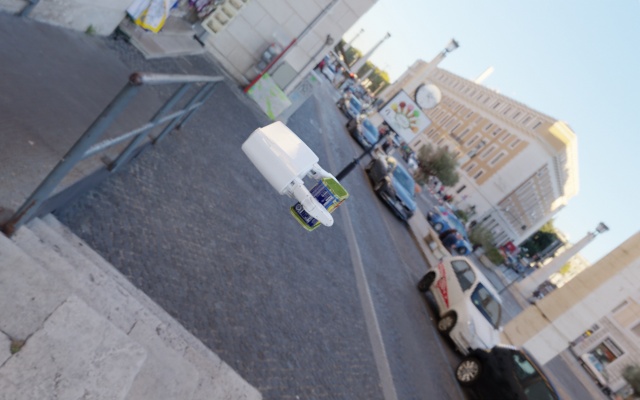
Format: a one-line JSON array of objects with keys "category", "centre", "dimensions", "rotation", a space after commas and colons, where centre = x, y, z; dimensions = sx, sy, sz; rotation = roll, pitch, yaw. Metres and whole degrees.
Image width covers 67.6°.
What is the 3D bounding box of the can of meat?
[{"category": "can of meat", "centre": [0.000, 0.003, 0.875], "dimensions": [0.084, 0.057, 0.102], "rotation": [-44, -5, 13]}]
